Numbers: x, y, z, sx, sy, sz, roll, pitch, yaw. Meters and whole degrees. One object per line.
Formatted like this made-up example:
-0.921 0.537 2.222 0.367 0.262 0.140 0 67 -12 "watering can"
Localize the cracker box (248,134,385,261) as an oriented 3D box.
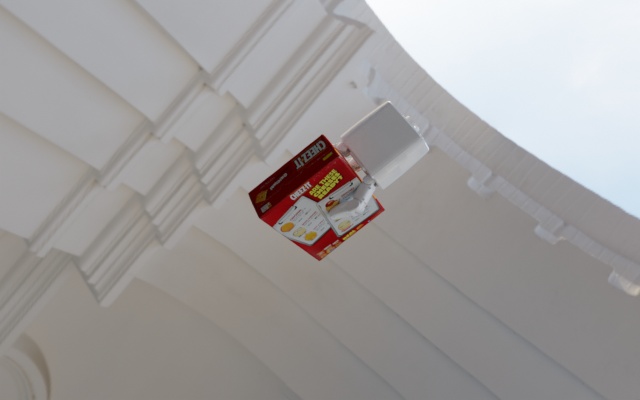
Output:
0.000 0.003 0.847 0.164 0.072 0.214 -38 -38 7 "cracker box"
